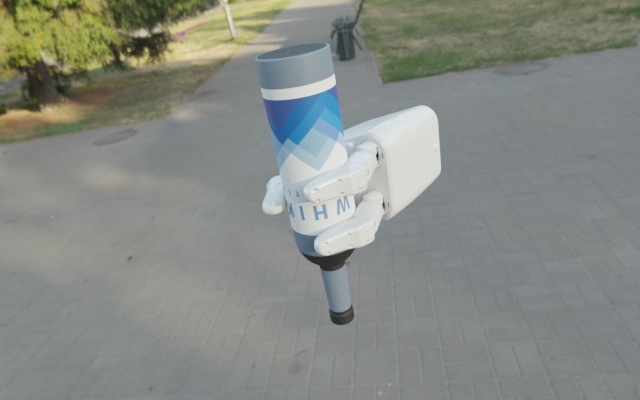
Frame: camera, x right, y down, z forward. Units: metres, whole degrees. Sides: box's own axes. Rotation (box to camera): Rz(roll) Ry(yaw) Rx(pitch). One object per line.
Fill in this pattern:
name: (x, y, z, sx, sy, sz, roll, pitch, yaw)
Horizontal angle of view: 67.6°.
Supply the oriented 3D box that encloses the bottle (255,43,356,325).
bottle: (0.000, 0.001, 0.476, 0.069, 0.296, 0.069, -9, 26, 4)
